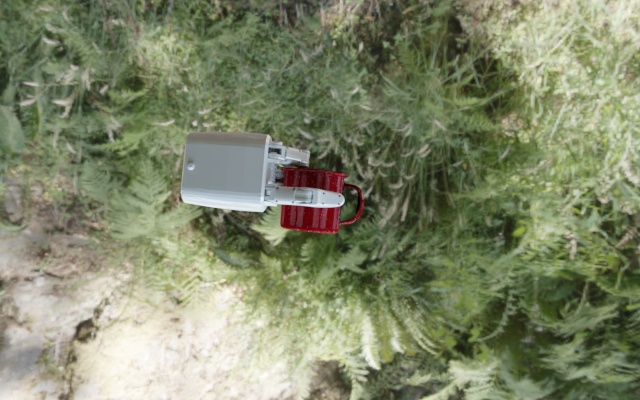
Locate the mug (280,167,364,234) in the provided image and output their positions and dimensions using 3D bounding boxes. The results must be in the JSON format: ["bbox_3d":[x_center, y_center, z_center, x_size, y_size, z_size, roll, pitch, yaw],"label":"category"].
[{"bbox_3d":[0.002,0.002,0.651,0.117,0.081,0.093,5,-1,4],"label":"mug"}]
